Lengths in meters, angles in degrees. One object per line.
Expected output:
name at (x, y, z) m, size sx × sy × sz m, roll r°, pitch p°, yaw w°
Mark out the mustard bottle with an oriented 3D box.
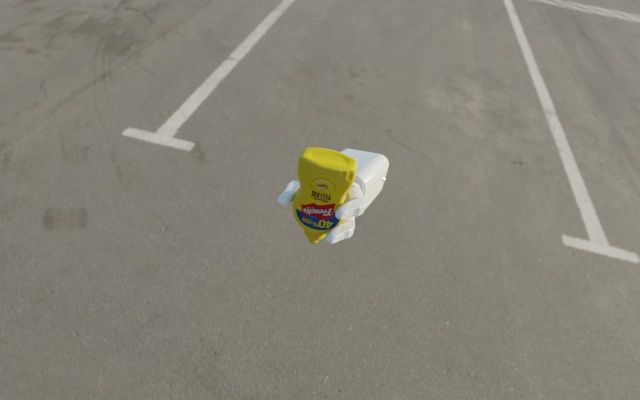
mustard bottle at (0.000, 0.003, 0.837) m, size 0.096 × 0.192 × 0.058 m, roll 12°, pitch 40°, yaw 1°
